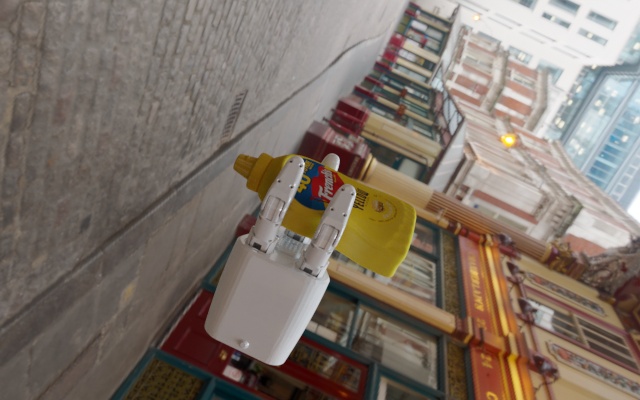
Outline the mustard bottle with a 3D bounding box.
[{"bbox_3d":[0.000,0.001,0.490,0.191,0.058,0.096,25,38,0],"label":"mustard bottle"}]
